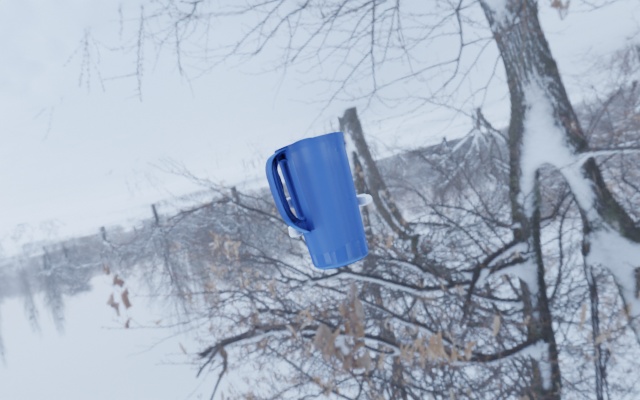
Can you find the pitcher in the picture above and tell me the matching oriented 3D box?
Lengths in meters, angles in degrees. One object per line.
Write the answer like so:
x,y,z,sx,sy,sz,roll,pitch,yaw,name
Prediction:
0.000,0.003,0.890,0.149,0.243,0.145,-16,2,5,pitcher
